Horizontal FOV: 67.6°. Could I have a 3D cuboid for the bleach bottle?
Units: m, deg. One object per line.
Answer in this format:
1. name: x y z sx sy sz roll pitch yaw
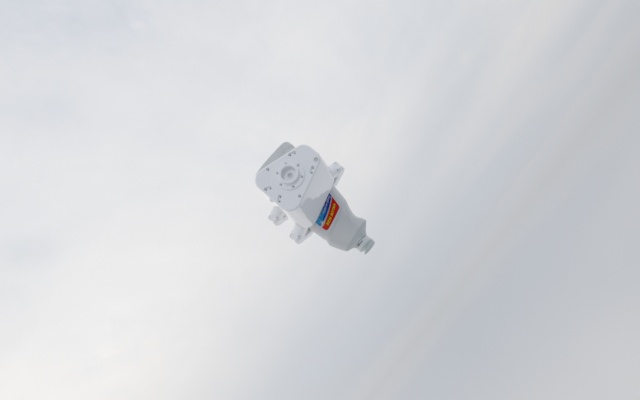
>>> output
1. bleach bottle: 0.000 0.003 0.879 0.250 0.102 0.068 39 -6 19
